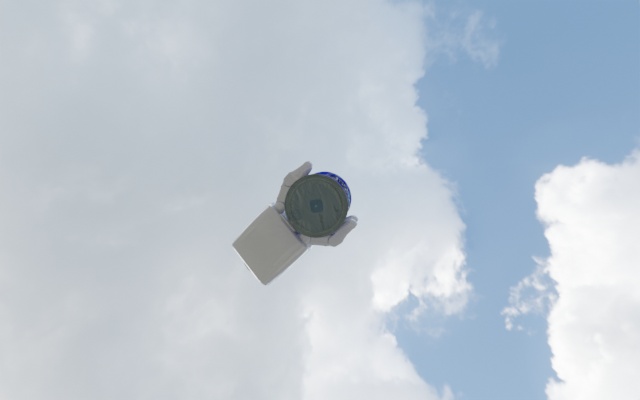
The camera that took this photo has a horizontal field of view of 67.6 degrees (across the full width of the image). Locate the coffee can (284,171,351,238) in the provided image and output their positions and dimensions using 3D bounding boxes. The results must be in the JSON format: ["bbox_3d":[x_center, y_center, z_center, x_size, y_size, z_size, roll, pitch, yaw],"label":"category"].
[{"bbox_3d":[0.000,0.003,0.827,0.103,0.103,0.140,0,5,6],"label":"coffee can"}]
